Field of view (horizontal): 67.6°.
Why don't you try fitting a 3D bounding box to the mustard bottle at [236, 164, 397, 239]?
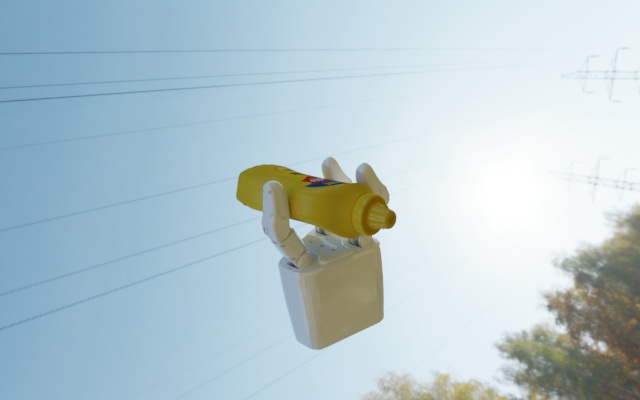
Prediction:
[{"bbox_3d":[0.000,0.001,0.515,0.191,0.058,0.096,15,8,44],"label":"mustard bottle"}]
